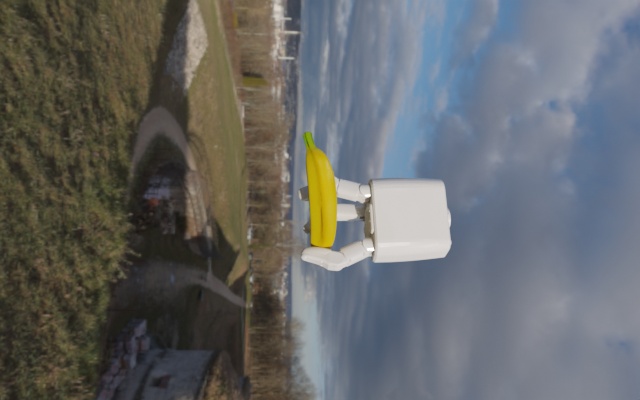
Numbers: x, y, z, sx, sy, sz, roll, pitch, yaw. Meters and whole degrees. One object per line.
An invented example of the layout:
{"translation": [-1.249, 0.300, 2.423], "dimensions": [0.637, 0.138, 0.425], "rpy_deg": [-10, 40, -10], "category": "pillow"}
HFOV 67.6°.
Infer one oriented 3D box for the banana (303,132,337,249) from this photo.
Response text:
{"translation": [0.002, 0.010, 0.637], "dimensions": [0.037, 0.198, 0.069], "rpy_deg": [-5, 35, -4], "category": "banana"}
